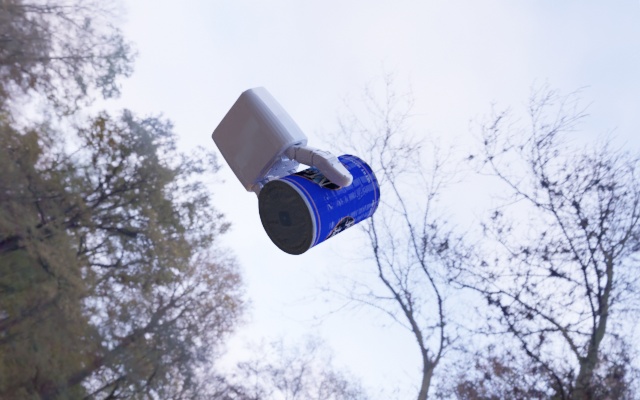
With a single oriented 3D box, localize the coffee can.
[{"bbox_3d":[0.000,0.002,0.656,0.103,0.103,0.140,0,18,45],"label":"coffee can"}]
